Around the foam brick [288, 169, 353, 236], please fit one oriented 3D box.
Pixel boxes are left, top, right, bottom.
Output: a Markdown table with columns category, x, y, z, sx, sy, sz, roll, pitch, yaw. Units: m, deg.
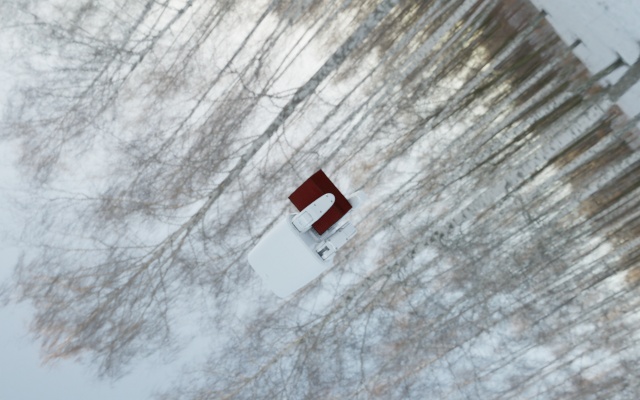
| category | x | y | z | sx | sy | sz | roll | pitch | yaw |
| --- | --- | --- | --- | --- | --- | --- | --- | --- | --- |
| foam brick | 0.000 | 0.002 | 0.717 | 0.051 | 0.078 | 0.053 | -41 | -1 | 27 |
